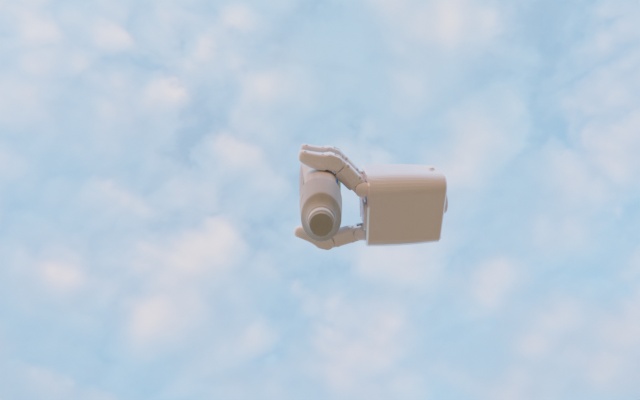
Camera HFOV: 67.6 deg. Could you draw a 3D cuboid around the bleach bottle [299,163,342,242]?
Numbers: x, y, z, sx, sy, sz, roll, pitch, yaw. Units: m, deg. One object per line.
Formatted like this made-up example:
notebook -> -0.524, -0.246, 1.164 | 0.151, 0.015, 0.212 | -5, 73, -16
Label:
bleach bottle -> 0.000, 0.002, 0.666 | 0.068, 0.102, 0.250 | -2, 16, 0
